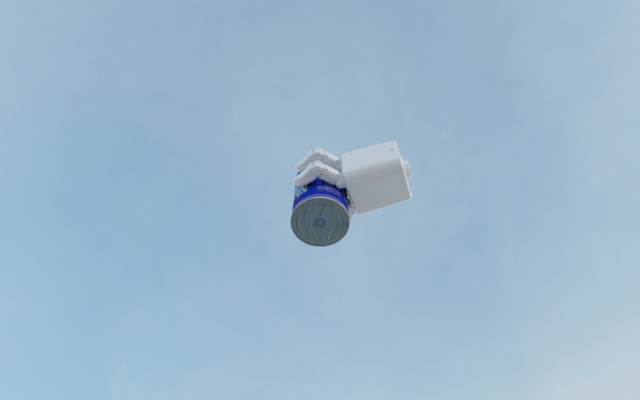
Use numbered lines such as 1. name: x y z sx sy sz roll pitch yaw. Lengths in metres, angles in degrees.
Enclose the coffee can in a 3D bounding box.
1. coffee can: 0.000 0.003 0.879 0.103 0.103 0.140 0 32 1
